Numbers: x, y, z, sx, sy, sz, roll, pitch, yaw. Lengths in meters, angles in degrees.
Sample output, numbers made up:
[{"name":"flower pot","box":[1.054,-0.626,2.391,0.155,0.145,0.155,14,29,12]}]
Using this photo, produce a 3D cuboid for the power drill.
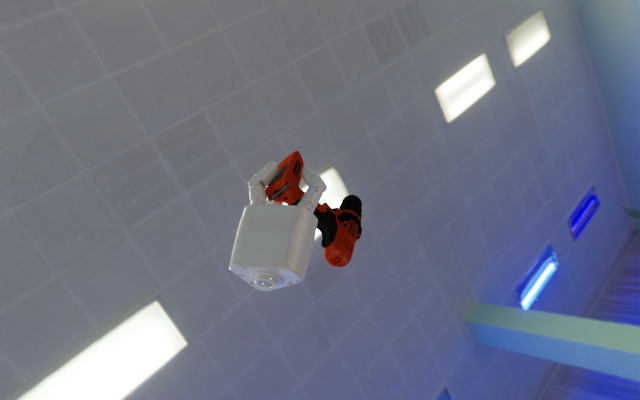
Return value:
[{"name":"power drill","box":[0.000,0.003,0.839,0.057,0.188,0.184,-37,19,30]}]
